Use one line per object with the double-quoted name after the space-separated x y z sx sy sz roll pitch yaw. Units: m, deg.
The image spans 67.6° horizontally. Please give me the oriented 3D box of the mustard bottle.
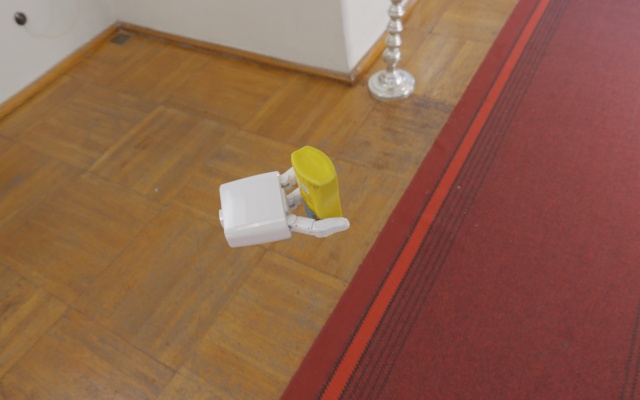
0.000 0.002 0.826 0.058 0.192 0.096 -31 52 -16 "mustard bottle"
